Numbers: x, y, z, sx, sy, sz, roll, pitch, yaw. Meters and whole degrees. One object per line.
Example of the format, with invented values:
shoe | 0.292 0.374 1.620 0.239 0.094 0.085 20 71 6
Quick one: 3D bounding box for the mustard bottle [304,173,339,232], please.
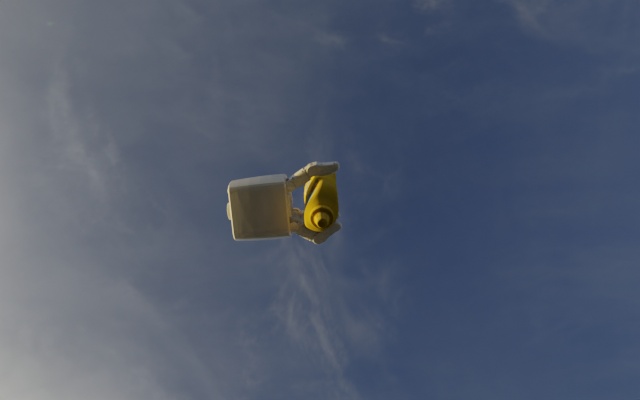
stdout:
mustard bottle | 0.000 0.003 0.872 0.058 0.096 0.191 18 20 -8
